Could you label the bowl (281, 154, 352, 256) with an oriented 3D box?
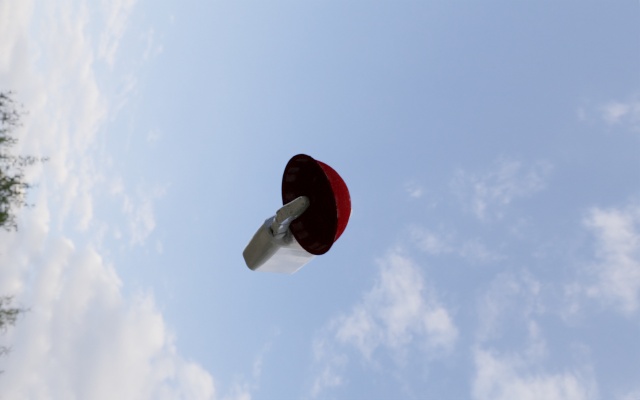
[{"bbox_3d":[0.001,0.002,0.755,0.055,0.162,0.162,-13,7,-31],"label":"bowl"}]
